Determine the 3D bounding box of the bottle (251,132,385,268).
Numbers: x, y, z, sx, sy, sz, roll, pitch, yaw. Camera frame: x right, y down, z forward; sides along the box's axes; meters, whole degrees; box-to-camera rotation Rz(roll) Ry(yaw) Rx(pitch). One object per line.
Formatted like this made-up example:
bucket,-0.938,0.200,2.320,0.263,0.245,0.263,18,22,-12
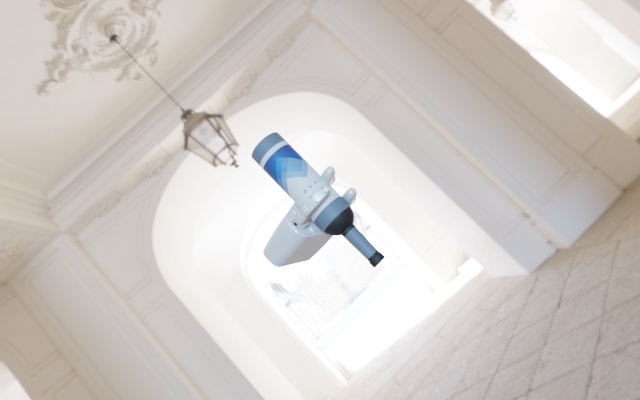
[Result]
bottle,0.000,0.003,0.841,0.069,0.295,0.069,-42,-11,-10
